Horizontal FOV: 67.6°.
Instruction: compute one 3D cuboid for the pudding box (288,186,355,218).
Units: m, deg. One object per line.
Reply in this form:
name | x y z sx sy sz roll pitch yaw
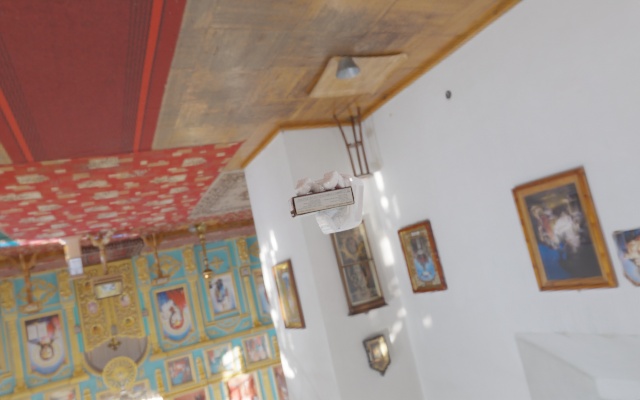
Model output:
pudding box | 0.000 0.003 0.890 0.113 0.039 0.090 -13 -3 -9
